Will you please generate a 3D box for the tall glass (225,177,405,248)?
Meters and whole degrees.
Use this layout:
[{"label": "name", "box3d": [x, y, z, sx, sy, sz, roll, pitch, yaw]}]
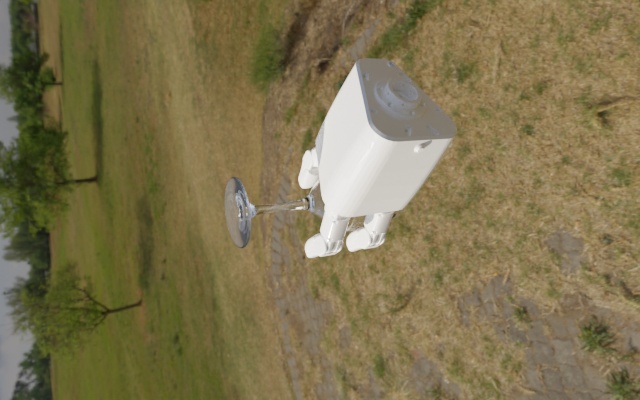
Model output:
[{"label": "tall glass", "box3d": [-0.001, 0.002, 0.540, 0.201, 0.079, 0.079, -7, 3, -29]}]
